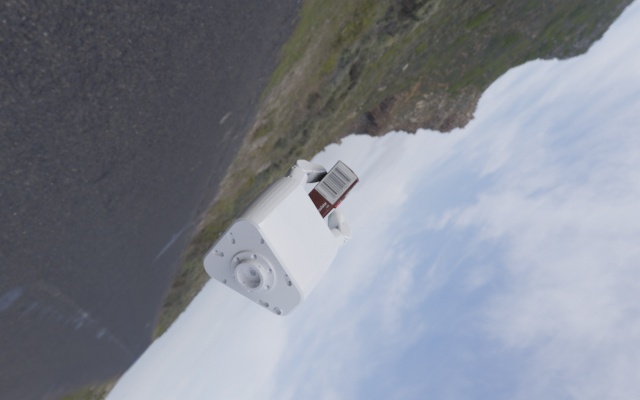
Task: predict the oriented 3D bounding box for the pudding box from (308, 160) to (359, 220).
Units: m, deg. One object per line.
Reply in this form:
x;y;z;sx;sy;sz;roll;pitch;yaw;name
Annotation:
0.000;0.002;0.622;0.039;0.113;0.090;45;3;1;pudding box
